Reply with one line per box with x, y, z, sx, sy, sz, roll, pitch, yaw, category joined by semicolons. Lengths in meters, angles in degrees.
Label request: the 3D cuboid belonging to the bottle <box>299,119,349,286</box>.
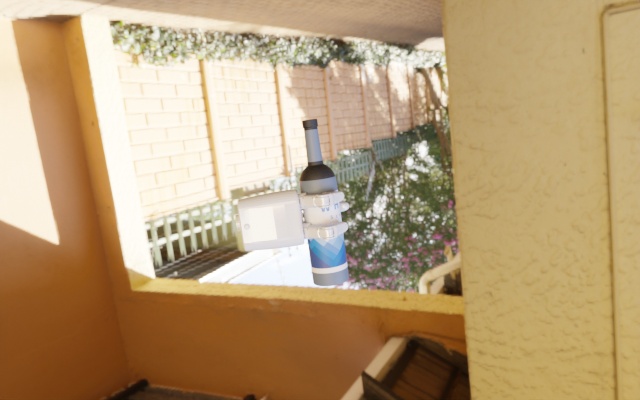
0.000;0.003;0.859;0.069;0.296;0.069;-8;8;1;bottle
